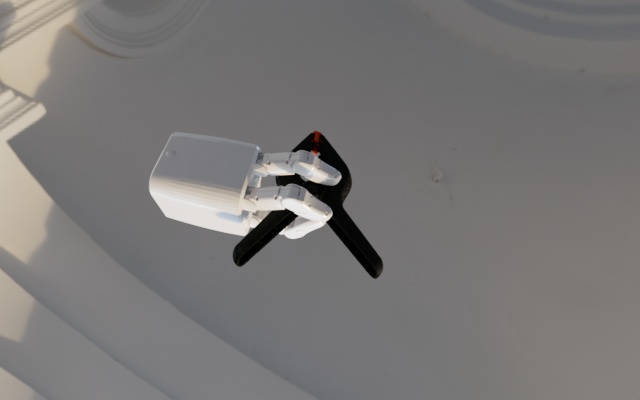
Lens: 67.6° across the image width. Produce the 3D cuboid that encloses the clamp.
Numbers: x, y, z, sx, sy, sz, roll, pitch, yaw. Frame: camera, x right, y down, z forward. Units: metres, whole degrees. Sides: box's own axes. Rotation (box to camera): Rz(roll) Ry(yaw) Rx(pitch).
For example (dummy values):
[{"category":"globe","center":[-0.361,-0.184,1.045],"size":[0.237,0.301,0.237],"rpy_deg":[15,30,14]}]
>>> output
[{"category":"clamp","center":[0.000,0.002,0.575],"size":[0.164,0.209,0.036],"rpy_deg":[12,-38,0]}]
